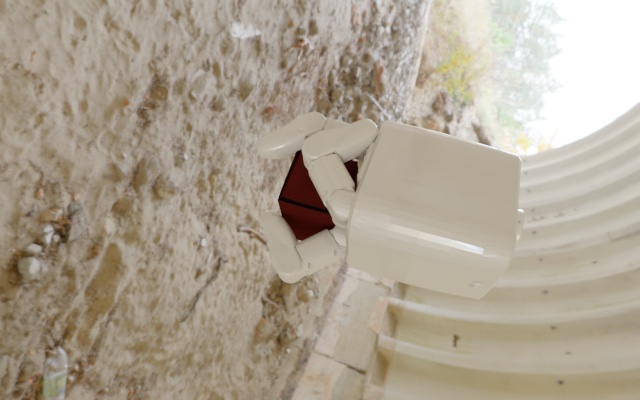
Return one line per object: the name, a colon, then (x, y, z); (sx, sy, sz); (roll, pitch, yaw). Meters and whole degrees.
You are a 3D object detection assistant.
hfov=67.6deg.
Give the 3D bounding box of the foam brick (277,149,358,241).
foam brick: (0.000, 0.001, 0.407); (0.051, 0.053, 0.078); (15, -24, 10)
